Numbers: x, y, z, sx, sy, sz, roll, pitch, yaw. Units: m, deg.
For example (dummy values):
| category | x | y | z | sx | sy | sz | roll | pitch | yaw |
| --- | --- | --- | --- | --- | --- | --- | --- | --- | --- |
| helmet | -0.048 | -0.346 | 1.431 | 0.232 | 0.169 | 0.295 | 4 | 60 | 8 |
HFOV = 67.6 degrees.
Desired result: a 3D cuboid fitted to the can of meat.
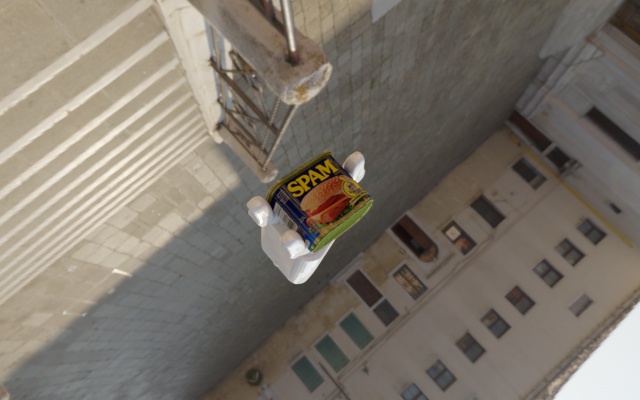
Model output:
| category | x | y | z | sx | sy | sz | roll | pitch | yaw |
| --- | --- | --- | --- | --- | --- | --- | --- | --- | --- |
| can of meat | 0.000 | 0.002 | 0.564 | 0.102 | 0.084 | 0.057 | -35 | -16 | -30 |
